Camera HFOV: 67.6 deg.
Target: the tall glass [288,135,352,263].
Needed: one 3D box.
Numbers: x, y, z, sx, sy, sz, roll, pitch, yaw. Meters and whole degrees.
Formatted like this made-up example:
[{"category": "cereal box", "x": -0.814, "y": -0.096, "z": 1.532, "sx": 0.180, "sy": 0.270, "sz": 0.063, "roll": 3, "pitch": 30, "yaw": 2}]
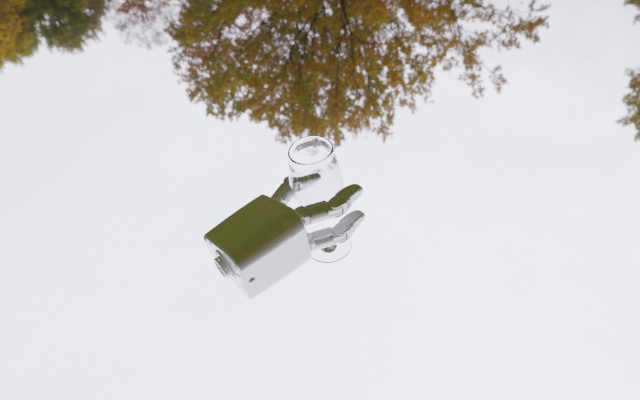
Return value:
[{"category": "tall glass", "x": 0.000, "y": 0.003, "z": 0.705, "sx": 0.079, "sy": 0.201, "sz": 0.079, "roll": -6, "pitch": 44, "yaw": 5}]
